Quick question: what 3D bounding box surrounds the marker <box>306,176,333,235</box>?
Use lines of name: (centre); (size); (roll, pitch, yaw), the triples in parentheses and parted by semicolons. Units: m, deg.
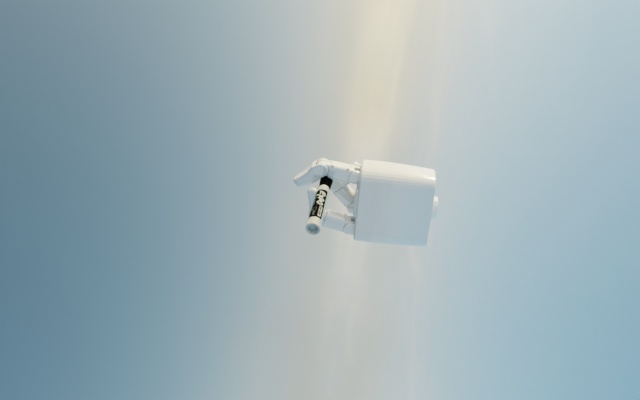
marker: (0.000, 0.002, 0.645); (0.020, 0.020, 0.121); (0, 34, 11)
